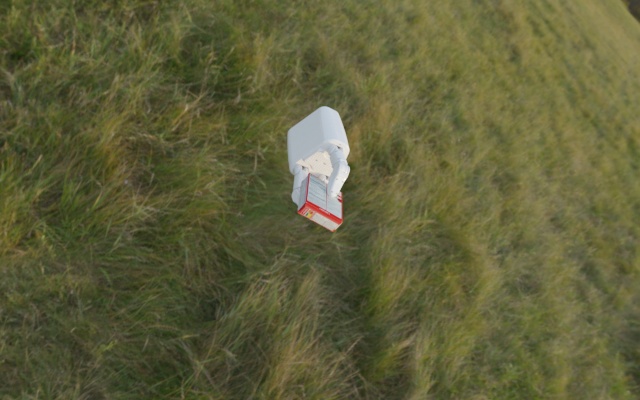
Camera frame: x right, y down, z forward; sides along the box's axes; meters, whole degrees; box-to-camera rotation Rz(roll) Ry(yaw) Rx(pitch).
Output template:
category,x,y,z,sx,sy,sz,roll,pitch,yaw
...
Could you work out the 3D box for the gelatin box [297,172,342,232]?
category,x,y,z,sx,sy,sz,roll,pitch,yaw
gelatin box,0.000,0.003,0.817,0.073,0.030,0.089,30,33,-19
